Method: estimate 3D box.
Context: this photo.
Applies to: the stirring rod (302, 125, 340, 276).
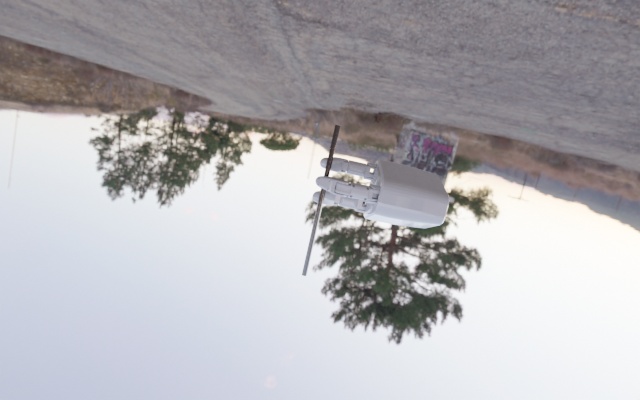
[{"bbox_3d":[0.000,0.002,0.738,0.011,0.239,0.011,12,9,-2],"label":"stirring rod"}]
